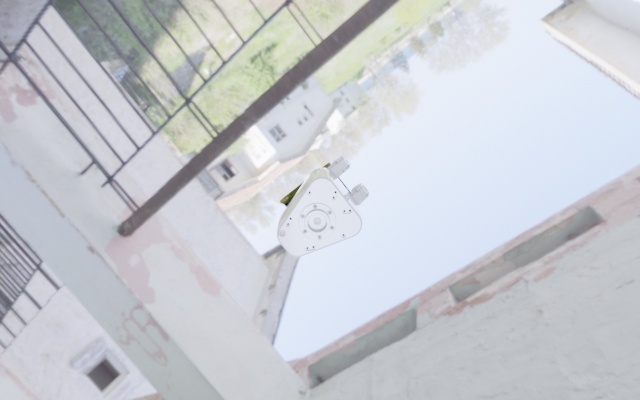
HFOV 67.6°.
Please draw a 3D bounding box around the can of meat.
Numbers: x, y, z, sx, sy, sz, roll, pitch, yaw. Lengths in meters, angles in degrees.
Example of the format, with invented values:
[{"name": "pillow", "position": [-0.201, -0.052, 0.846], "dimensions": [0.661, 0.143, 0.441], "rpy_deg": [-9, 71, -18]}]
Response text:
[{"name": "can of meat", "position": [0.000, 0.003, 0.770], "dimensions": [0.102, 0.084, 0.057], "rpy_deg": [-38, 6, 2]}]
